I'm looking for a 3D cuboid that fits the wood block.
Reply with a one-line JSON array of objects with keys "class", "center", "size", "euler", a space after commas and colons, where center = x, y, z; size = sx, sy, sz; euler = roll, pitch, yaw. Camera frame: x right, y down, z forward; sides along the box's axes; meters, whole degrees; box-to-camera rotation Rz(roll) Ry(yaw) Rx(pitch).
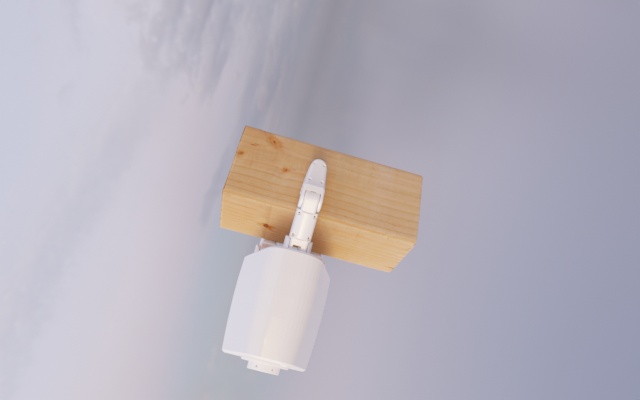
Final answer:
[{"class": "wood block", "center": [0.000, 0.002, 0.542], "size": [0.206, 0.090, 0.091], "euler": [16, -31, -5]}]
